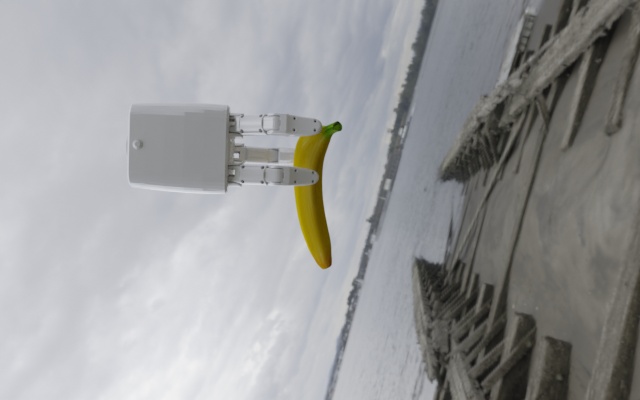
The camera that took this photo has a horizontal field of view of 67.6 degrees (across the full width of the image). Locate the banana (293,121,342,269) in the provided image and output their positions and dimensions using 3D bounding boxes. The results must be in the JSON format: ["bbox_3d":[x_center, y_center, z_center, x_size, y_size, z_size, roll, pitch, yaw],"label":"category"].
[{"bbox_3d":[-0.008,-0.009,0.584,0.037,0.198,0.069,-13,32,-23],"label":"banana"}]
